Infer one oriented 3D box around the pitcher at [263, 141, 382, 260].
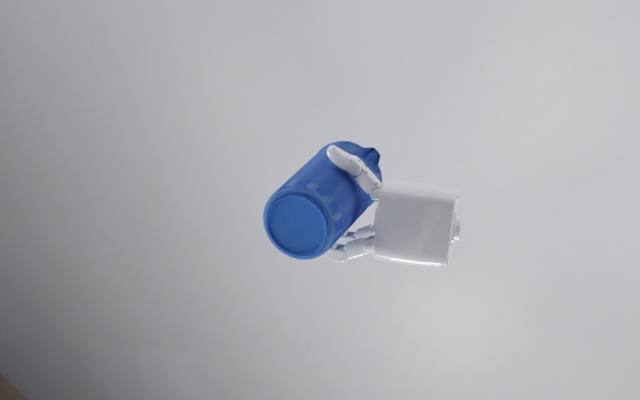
[{"bbox_3d":[0.000,0.002,0.751,0.145,0.149,0.242,10,22,17],"label":"pitcher"}]
